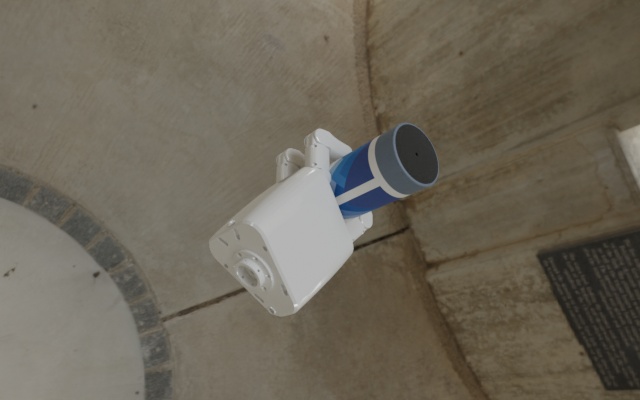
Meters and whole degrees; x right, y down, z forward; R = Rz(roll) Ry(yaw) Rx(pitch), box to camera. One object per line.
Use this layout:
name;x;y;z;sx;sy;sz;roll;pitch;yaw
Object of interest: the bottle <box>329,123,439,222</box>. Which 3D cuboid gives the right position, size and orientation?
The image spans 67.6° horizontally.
bottle;0.000;0.002;0.561;0.069;0.069;0.296;0;-18;-42
